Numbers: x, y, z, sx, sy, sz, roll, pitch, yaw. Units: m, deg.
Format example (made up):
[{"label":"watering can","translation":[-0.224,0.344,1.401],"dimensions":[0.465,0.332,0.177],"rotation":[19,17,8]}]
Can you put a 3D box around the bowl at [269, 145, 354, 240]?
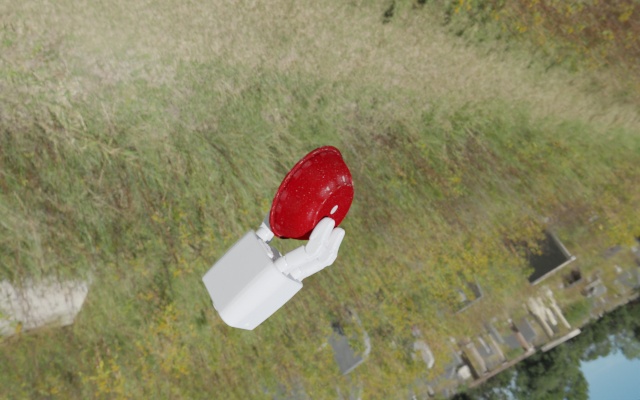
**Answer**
[{"label":"bowl","translation":[0.001,0.001,0.706],"dimensions":[0.055,0.162,0.162],"rotation":[34,17,27]}]
